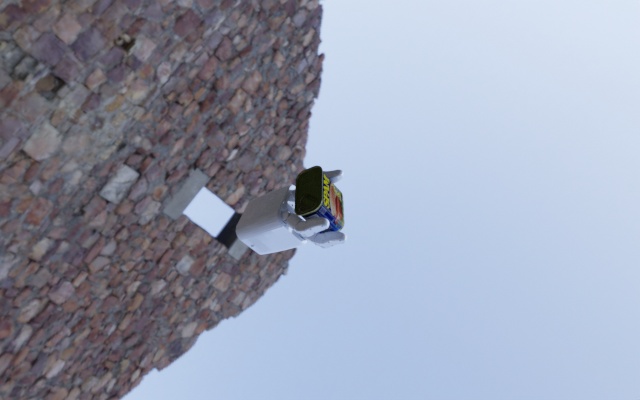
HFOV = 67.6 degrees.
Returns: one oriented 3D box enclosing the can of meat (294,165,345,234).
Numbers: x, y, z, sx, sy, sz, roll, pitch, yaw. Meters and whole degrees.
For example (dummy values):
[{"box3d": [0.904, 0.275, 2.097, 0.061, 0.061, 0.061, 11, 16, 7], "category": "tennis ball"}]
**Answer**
[{"box3d": [0.000, 0.003, 0.862, 0.057, 0.102, 0.084, -20, -43, 24], "category": "can of meat"}]
